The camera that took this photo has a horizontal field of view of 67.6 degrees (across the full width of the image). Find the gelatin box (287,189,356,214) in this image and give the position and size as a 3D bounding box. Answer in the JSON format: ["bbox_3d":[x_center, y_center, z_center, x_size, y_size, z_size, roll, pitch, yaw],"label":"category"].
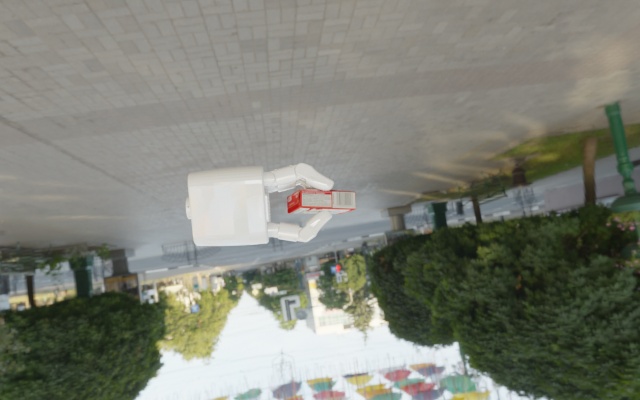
[{"bbox_3d":[0.000,0.003,0.721,0.089,0.030,0.073,2,-8,-17],"label":"gelatin box"}]
